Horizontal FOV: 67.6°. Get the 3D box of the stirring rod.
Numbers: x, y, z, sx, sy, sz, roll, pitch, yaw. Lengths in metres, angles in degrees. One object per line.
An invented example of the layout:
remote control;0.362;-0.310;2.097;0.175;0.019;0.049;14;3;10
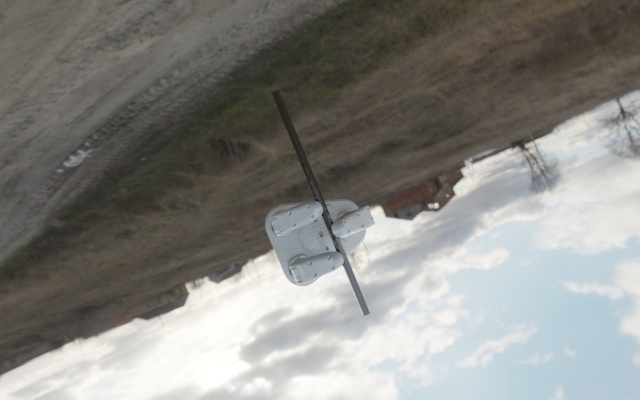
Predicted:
stirring rod;0.000;0.001;0.477;0.011;0.239;0.011;-22;-2;-1
